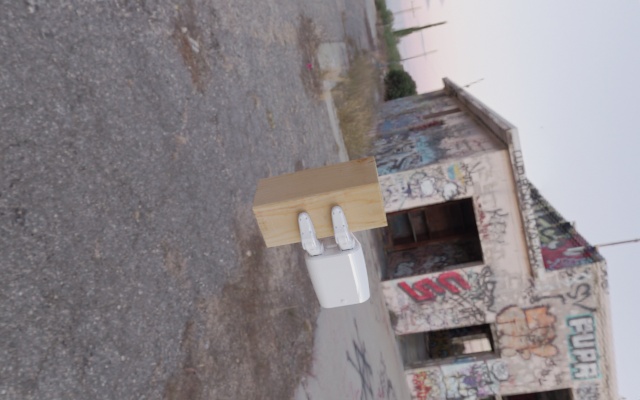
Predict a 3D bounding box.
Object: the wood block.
[{"bbox_3d":[0.000,0.003,0.809,0.206,0.090,0.090,-11,32,8],"label":"wood block"}]
